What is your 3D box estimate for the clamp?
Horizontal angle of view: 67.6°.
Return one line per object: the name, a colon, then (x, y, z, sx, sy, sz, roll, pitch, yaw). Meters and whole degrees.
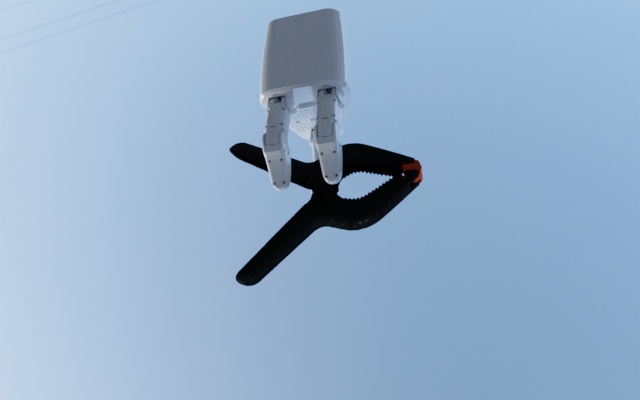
clamp: (0.001, 0.002, 0.492, 0.210, 0.164, 0.036, -6, -23, 13)
